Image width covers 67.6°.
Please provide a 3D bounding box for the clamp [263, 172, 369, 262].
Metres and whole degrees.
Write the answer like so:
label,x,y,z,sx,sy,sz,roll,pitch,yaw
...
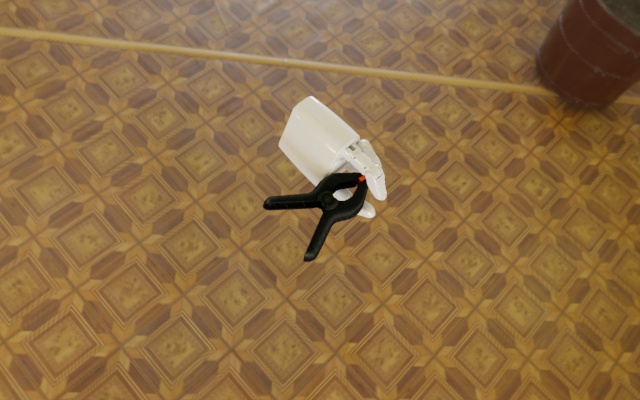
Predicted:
label,x,y,z,sx,sy,sz,roll,pitch,yaw
clamp,0.000,0.002,0.737,0.171,0.120,0.039,-40,-13,-23
